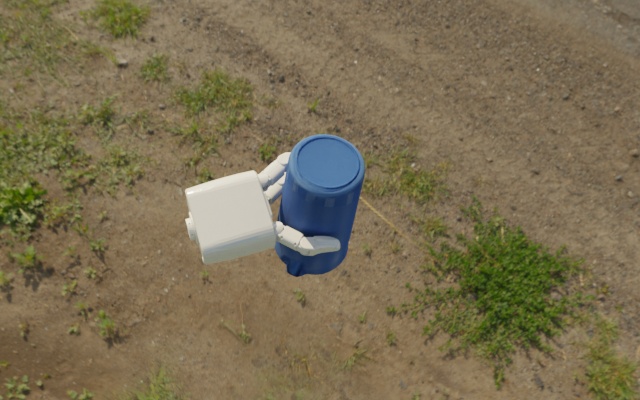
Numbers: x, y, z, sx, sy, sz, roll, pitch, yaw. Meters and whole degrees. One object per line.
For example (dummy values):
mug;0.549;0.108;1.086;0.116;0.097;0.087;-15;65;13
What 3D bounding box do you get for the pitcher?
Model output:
pitcher;0.000;0.003;0.757;0.145;0.149;0.243;-14;-29;-16
